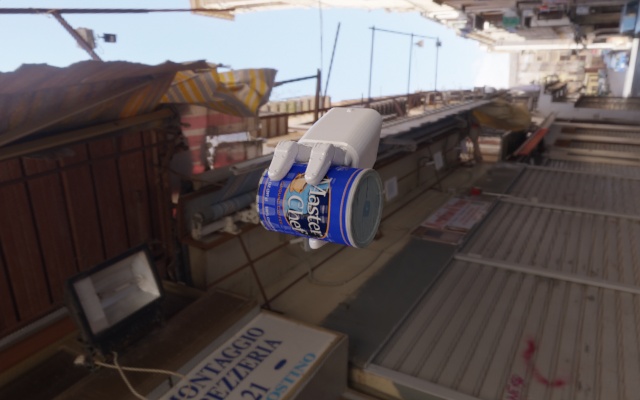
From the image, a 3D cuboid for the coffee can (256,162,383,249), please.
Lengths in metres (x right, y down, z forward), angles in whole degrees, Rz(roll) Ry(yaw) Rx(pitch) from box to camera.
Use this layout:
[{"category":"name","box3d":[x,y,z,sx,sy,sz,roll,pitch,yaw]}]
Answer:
[{"category":"coffee can","box3d":[0.000,0.002,0.640,0.140,0.103,0.103,8,4,28]}]
